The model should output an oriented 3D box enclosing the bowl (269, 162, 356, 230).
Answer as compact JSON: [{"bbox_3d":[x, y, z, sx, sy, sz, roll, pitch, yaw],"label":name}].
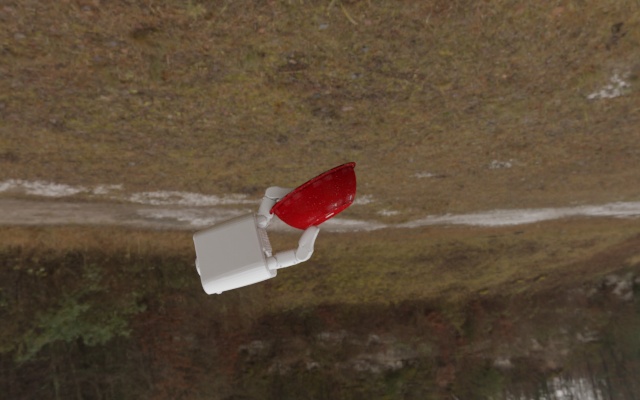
[{"bbox_3d":[0.001,0.002,0.770,0.162,0.055,0.162,-30,-7,-4],"label":"bowl"}]
